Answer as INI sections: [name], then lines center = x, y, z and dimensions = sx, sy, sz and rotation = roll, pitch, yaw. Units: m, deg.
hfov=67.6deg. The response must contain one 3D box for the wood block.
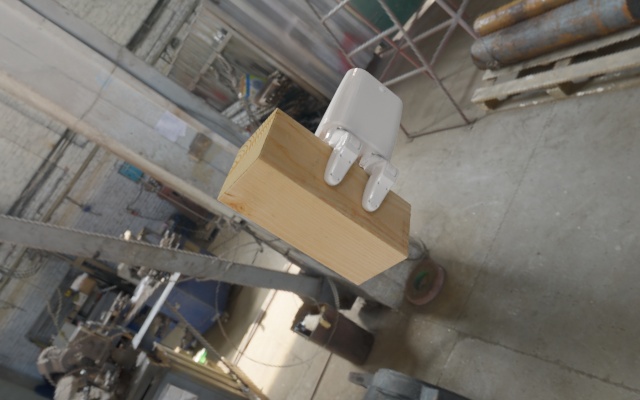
[wood block]
center = 0.000, 0.002, 0.560
dimensions = 0.206, 0.090, 0.091
rotation = 34, -47, -20
